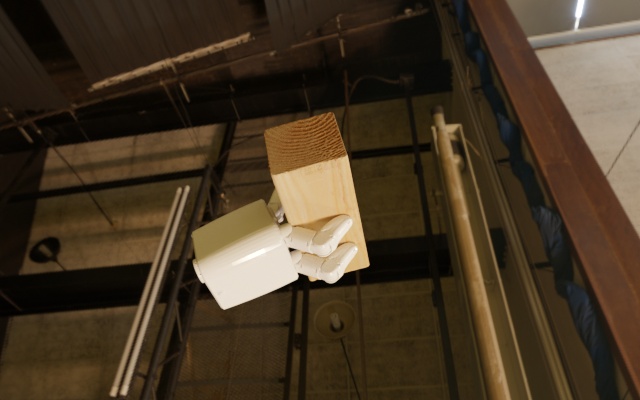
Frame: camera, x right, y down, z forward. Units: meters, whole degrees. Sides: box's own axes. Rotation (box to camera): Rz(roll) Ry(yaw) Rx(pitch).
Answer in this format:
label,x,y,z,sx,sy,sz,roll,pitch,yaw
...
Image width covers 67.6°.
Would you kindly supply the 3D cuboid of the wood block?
label,x,y,z,sx,sy,sz,roll,pitch,yaw
wood block,0.000,0.002,0.625,0.090,0.090,0.206,-15,-45,0
